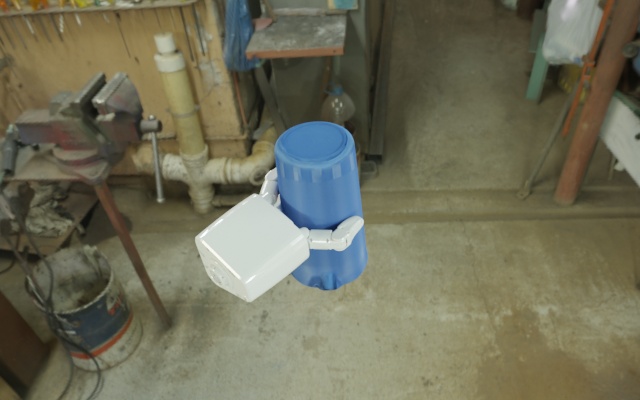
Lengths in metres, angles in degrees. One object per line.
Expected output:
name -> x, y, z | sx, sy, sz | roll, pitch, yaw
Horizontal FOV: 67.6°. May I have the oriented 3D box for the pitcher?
pitcher -> 0.000, 0.002, 0.721 | 0.149, 0.243, 0.145 | 29, 52, 34
